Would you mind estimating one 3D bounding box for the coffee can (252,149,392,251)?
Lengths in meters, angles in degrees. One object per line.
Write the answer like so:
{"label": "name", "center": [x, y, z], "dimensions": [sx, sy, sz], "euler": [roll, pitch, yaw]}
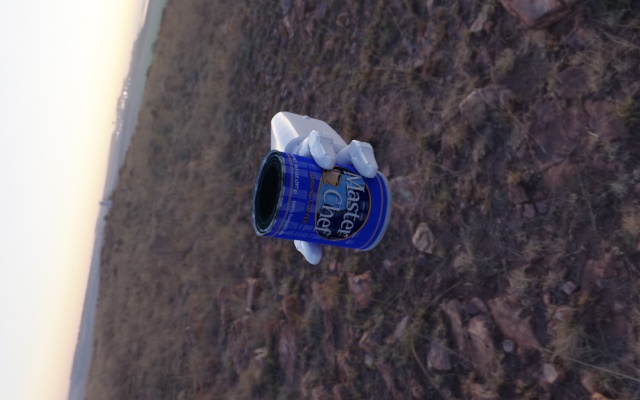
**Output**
{"label": "coffee can", "center": [0.000, 0.002, 0.578], "dimensions": [0.140, 0.103, 0.103], "euler": [10, -4, -24]}
